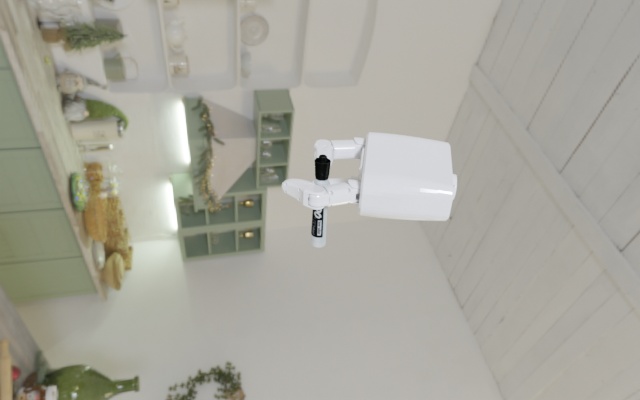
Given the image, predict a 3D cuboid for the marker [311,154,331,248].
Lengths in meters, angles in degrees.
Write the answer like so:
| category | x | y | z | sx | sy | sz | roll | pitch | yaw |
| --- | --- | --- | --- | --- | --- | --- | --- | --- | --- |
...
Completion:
| category | x | y | z | sx | sy | sz | roll | pitch | yaw |
| --- | --- | --- | --- | --- | --- | --- | --- | --- | --- |
| marker | 0.000 | 0.002 | 0.571 | 0.020 | 0.121 | 0.020 | 3 | 29 | -1 |
